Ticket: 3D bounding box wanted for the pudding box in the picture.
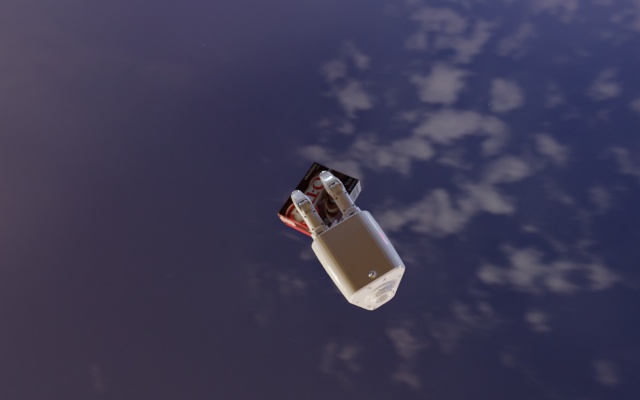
[{"bbox_3d":[0.000,0.003,0.768,0.090,0.113,0.039,24,-23,26],"label":"pudding box"}]
